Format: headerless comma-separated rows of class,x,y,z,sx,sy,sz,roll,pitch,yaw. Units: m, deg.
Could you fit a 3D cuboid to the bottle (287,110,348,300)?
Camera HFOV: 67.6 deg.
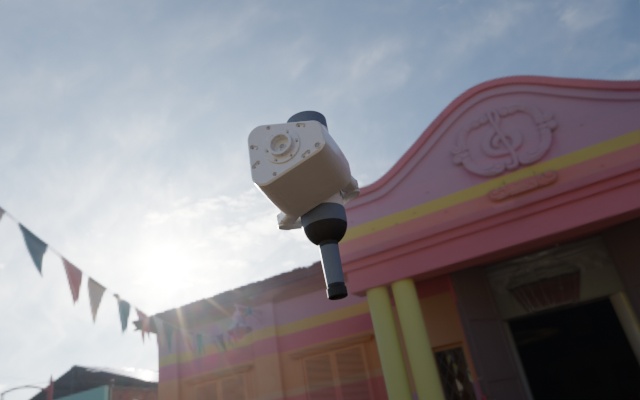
bottle,0.000,0.002,0.713,0.069,0.295,0.069,-8,-27,-4
